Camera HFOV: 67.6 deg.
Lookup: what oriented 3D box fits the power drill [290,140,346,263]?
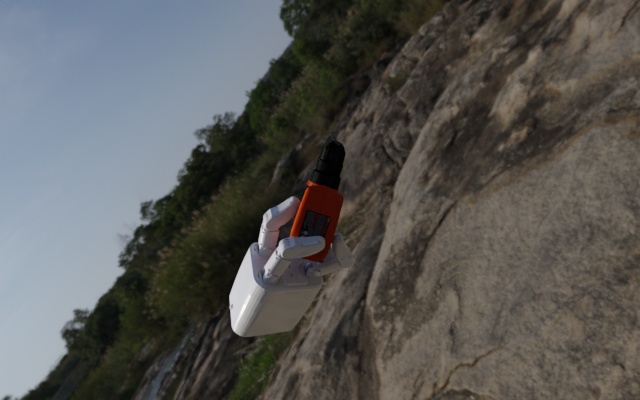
[{"bbox_3d":[0.000,0.003,0.724,0.057,0.184,0.187,16,10,-1],"label":"power drill"}]
